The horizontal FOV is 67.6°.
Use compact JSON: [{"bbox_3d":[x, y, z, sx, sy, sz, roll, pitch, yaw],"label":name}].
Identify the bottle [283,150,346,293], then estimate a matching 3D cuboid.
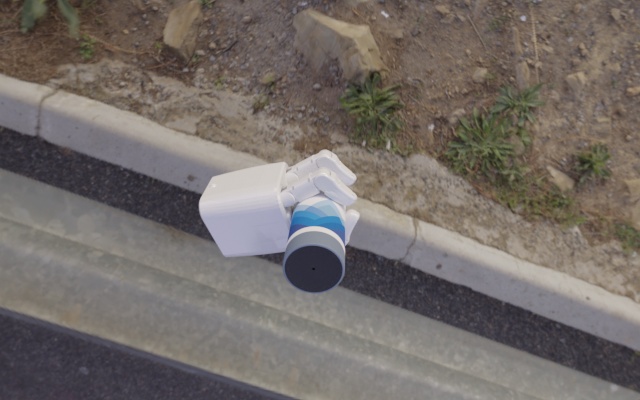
[{"bbox_3d":[0.000,0.002,0.634,0.069,0.069,0.295,0,29,3],"label":"bottle"}]
